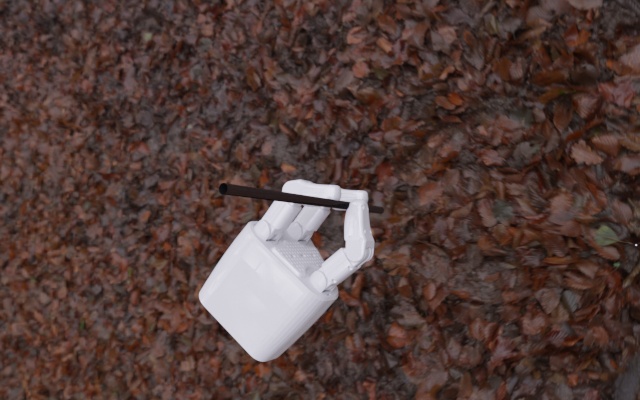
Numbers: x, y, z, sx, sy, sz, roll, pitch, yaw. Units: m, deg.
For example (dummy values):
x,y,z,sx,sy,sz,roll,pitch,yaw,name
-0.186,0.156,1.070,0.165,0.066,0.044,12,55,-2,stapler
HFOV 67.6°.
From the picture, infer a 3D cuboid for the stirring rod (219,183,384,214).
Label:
x,y,z,sx,sy,sz,roll,pitch,yaw,name
0.000,0.001,0.424,0.011,0.011,0.239,0,-5,33,stirring rod
